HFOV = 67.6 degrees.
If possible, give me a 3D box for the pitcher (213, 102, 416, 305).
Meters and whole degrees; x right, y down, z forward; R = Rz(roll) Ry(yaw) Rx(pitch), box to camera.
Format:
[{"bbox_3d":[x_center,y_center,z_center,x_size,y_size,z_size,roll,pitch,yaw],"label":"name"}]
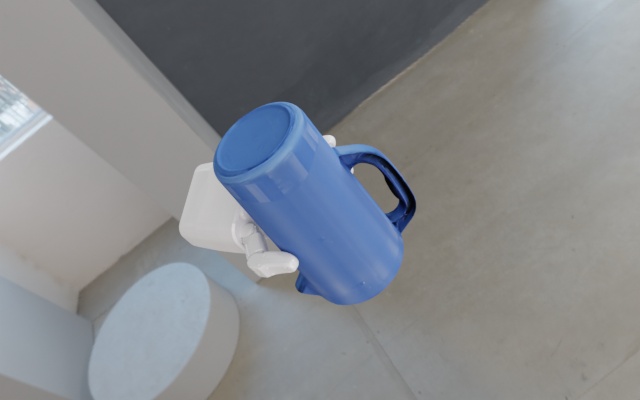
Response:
[{"bbox_3d":[0.000,0.002,0.544,0.145,0.149,0.243,1,-35,36],"label":"pitcher"}]
